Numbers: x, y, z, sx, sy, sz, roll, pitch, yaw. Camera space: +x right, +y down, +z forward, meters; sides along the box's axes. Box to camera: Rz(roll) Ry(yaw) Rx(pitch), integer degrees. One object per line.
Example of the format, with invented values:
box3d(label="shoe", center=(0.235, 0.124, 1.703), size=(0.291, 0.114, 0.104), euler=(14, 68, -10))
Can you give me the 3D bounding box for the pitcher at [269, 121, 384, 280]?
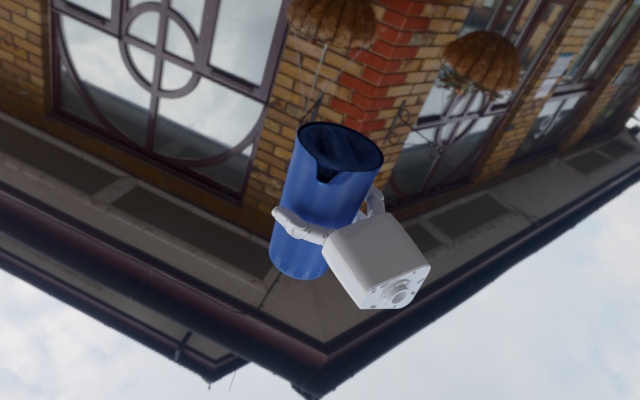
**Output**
box3d(label="pitcher", center=(0.000, 0.003, 0.764), size=(0.149, 0.243, 0.145), euler=(-6, 43, -34))
